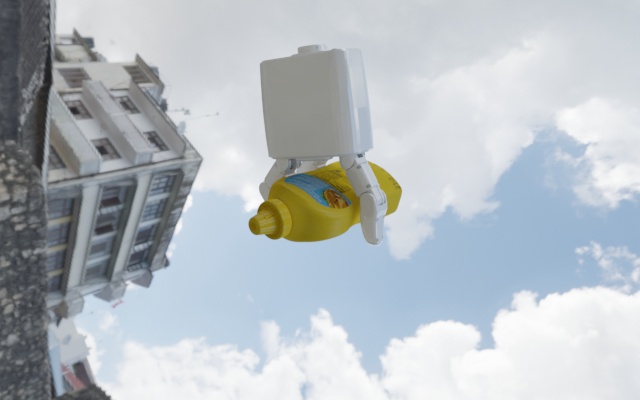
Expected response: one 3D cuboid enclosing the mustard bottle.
[{"bbox_3d":[0.000,0.002,0.528,0.096,0.058,0.191,33,35,32],"label":"mustard bottle"}]
